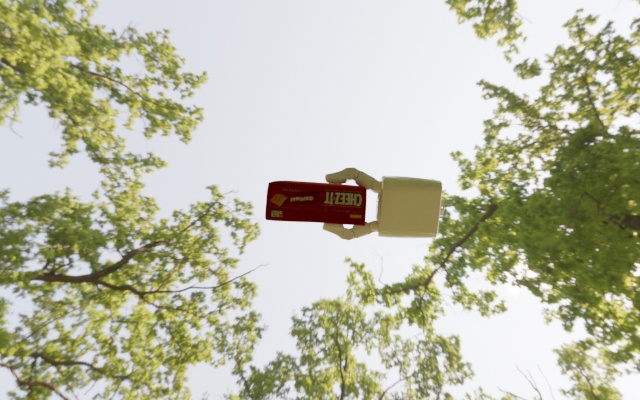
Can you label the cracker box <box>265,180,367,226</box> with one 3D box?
[{"bbox_3d":[0.000,0.003,0.870,0.164,0.072,0.213,3,0,4],"label":"cracker box"}]
